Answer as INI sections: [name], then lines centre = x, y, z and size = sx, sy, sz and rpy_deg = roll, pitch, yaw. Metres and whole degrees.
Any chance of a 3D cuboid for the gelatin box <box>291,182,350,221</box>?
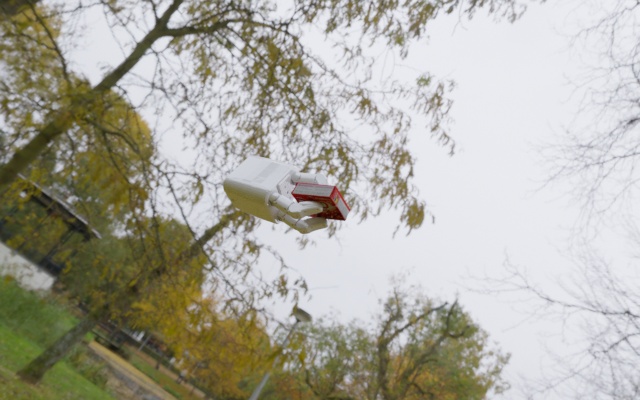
[gelatin box]
centre = 0.001, 0.003, 0.871
size = 0.089, 0.030, 0.073
rpy_deg = 6, -34, 33
